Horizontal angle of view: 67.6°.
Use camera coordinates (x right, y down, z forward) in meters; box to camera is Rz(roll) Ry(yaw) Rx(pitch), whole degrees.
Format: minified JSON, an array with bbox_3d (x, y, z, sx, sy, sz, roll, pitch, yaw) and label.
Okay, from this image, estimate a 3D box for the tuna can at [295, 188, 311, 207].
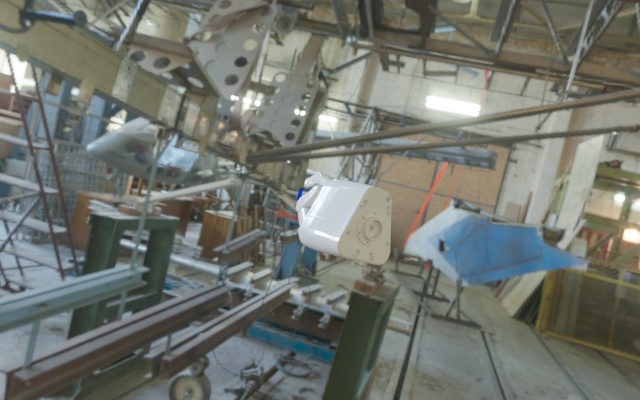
[{"bbox_3d":[0.000,0.002,0.824,0.086,0.034,0.086,11,-3,1],"label":"tuna can"}]
